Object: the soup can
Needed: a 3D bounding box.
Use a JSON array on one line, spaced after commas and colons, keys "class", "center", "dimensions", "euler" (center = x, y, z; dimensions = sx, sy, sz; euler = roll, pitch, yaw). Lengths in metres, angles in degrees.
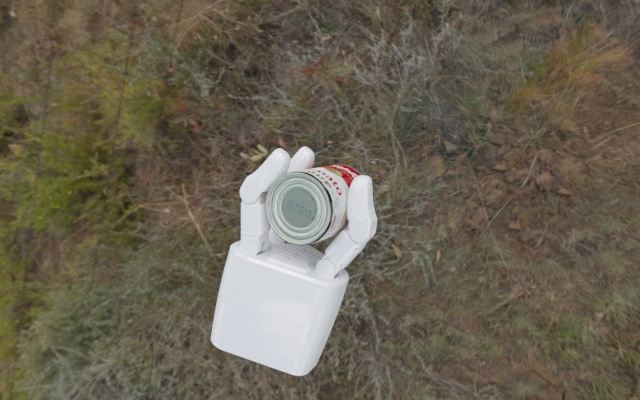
[{"class": "soup can", "center": [0.000, 0.001, 0.461], "dimensions": [0.068, 0.068, 0.102], "euler": [0, 7, 25]}]
